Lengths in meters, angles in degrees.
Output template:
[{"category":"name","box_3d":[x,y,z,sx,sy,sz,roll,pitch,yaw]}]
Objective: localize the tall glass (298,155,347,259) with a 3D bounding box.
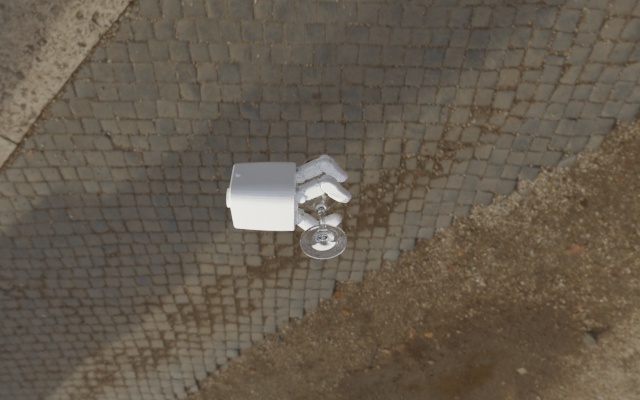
[{"category":"tall glass","box_3d":[0.000,0.003,0.817,0.079,0.079,0.200,0,39,-3]}]
